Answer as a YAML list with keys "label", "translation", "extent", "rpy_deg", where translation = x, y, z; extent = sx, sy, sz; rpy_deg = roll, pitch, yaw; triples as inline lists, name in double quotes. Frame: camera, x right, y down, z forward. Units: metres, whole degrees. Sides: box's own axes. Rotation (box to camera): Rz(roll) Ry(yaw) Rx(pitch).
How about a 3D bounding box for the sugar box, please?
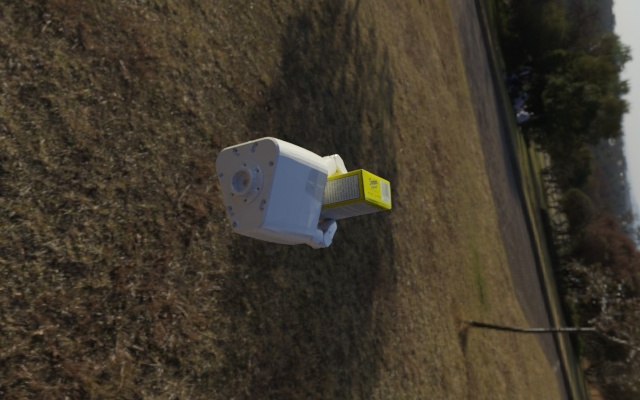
- label: "sugar box"
  translation: [0.000, 0.002, 0.663]
  extent: [0.176, 0.048, 0.093]
  rpy_deg: [-9, -14, 29]
